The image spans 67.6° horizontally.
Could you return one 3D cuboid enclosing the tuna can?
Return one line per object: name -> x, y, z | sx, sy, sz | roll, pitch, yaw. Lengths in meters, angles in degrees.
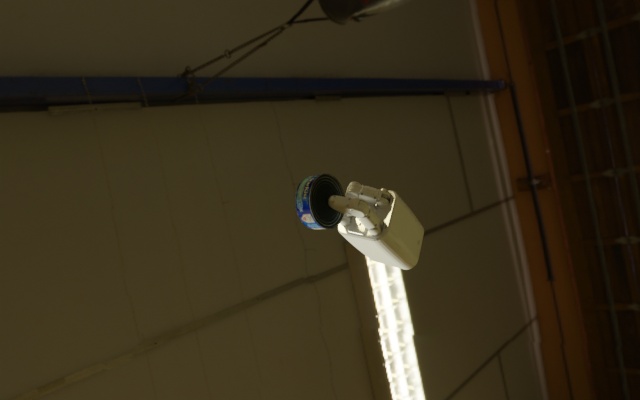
tuna can -> 0.000, 0.002, 0.743 | 0.034, 0.086, 0.086 | -5, -4, 40
